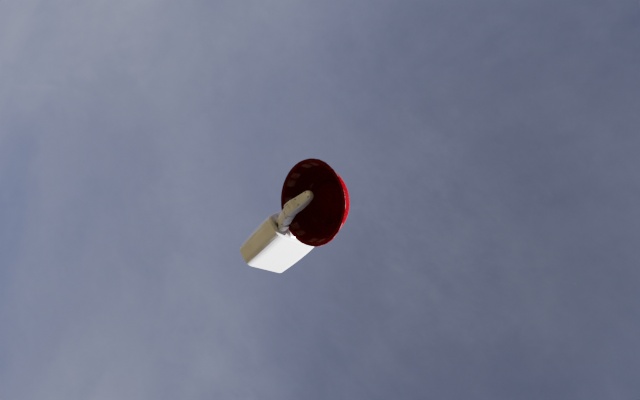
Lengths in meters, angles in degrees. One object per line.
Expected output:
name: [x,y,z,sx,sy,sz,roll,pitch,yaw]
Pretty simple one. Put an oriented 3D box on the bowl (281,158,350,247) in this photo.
bowl: [0.001,0.002,0.888,0.162,0.162,0.055,0,3,43]
